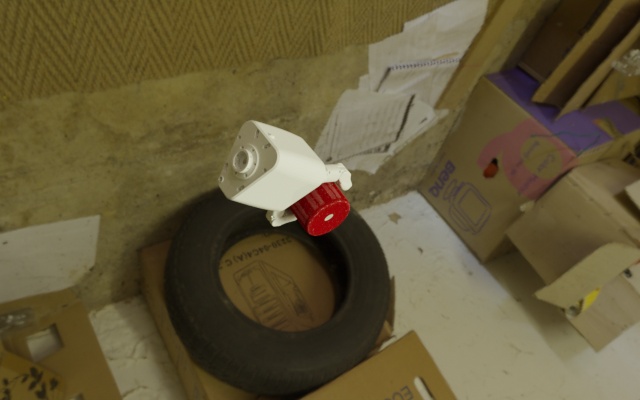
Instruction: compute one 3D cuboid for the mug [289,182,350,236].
[{"bbox_3d":[0.001,0.003,0.769,0.117,0.093,0.081,12,35,-53],"label":"mug"}]
